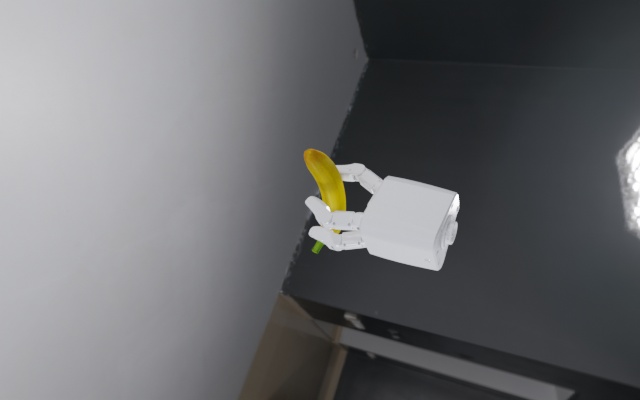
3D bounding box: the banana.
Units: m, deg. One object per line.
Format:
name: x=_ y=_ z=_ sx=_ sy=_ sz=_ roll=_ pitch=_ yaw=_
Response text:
banana: x=0.011 y=-0.005 z=0.742 sx=0.037 sy=0.198 sz=0.069 roll=19 pitch=43 yaw=29
